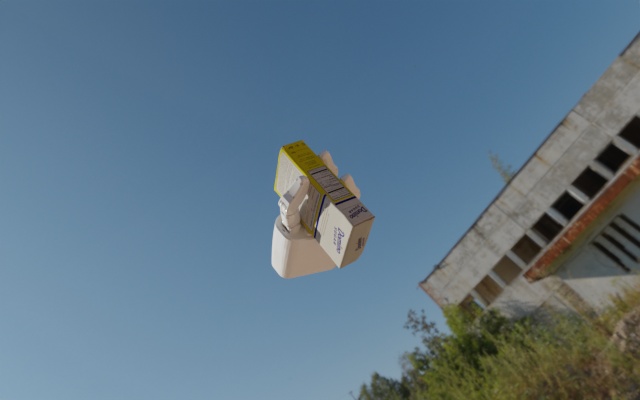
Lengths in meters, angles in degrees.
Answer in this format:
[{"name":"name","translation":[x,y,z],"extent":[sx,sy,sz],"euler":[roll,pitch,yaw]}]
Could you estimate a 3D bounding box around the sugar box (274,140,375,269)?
[{"name":"sugar box","translation":[0.000,0.002,0.686],"extent":[0.048,0.093,0.176],"euler":[-24,56,-32]}]
